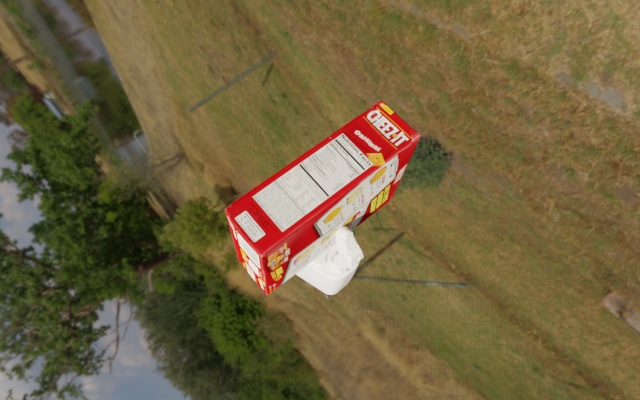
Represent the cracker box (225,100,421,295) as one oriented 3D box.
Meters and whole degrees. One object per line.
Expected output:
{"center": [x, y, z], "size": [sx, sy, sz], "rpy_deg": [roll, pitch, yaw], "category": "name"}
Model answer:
{"center": [0.000, 0.002, 0.550], "size": [0.213, 0.072, 0.164], "rpy_deg": [-37, -17, -18], "category": "cracker box"}
